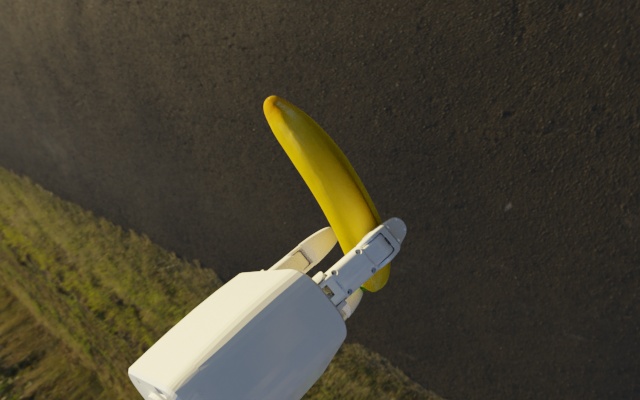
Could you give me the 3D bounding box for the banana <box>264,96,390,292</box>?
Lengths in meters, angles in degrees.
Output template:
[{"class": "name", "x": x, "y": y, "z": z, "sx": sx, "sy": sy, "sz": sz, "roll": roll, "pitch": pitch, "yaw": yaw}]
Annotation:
[{"class": "banana", "x": 0.013, "y": 0.004, "z": 0.387, "sx": 0.037, "sy": 0.198, "sz": 0.069, "roll": -37, "pitch": 21, "yaw": -32}]
